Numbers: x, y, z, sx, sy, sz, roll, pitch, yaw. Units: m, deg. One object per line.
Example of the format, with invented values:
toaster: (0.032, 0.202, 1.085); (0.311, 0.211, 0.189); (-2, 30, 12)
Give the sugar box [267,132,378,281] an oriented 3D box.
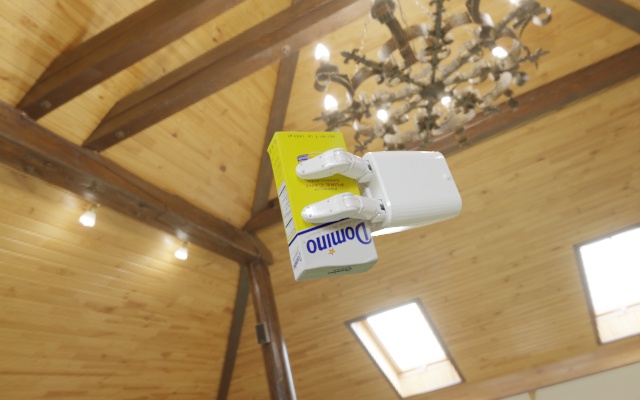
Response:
sugar box: (0.000, 0.001, 0.567); (0.093, 0.176, 0.048); (-4, -28, -23)
